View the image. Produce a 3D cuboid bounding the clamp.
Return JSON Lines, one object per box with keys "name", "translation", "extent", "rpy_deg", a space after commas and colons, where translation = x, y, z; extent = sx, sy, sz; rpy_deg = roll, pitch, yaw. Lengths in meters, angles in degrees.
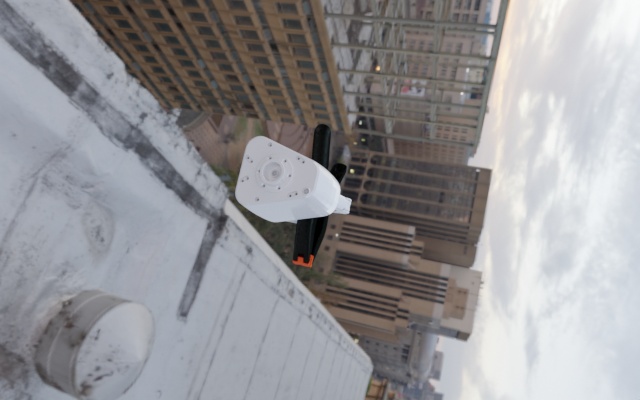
{"name": "clamp", "translation": [0.001, 0.003, 0.765], "extent": [0.036, 0.210, 0.164], "rpy_deg": [10, -9, 17]}
